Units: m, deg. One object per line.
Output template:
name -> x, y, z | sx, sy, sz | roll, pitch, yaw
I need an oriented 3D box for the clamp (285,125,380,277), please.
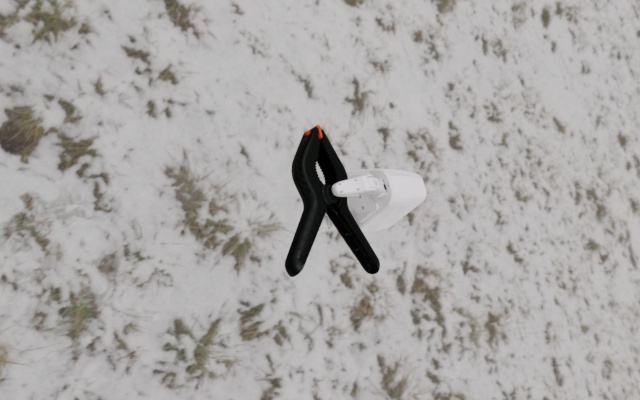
clamp -> 0.001, 0.001, 0.616 | 0.036, 0.210, 0.164 | -23, -14, 39
